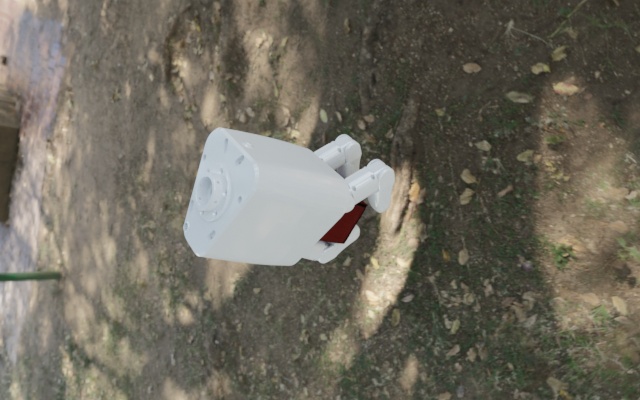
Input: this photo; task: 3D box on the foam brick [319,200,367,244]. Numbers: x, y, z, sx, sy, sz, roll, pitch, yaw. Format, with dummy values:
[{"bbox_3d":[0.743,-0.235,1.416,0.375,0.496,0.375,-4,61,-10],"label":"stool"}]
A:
[{"bbox_3d":[0.000,0.002,0.510,0.051,0.053,0.078,13,23,-45],"label":"foam brick"}]
